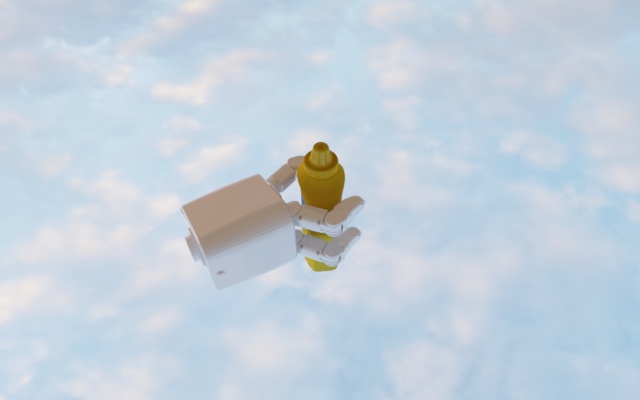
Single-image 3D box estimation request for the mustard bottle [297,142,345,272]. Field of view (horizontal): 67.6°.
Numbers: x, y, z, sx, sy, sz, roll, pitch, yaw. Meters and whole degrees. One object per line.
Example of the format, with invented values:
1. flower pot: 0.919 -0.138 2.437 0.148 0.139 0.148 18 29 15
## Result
1. mustard bottle: 0.000 0.002 0.606 0.058 0.096 0.192 -4 -41 -2
